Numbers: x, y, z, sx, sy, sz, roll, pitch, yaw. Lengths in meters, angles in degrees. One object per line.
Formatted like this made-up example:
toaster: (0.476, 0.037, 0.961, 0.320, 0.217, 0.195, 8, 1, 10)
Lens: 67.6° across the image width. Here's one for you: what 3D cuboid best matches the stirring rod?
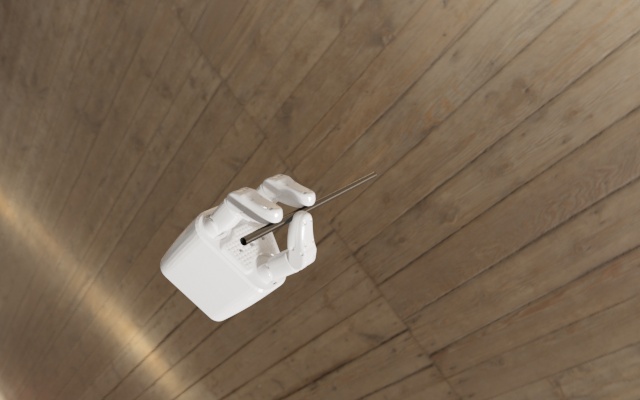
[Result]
stirring rod: (0.000, 0.002, 0.510, 0.011, 0.011, 0.239, 0, 16, 36)
